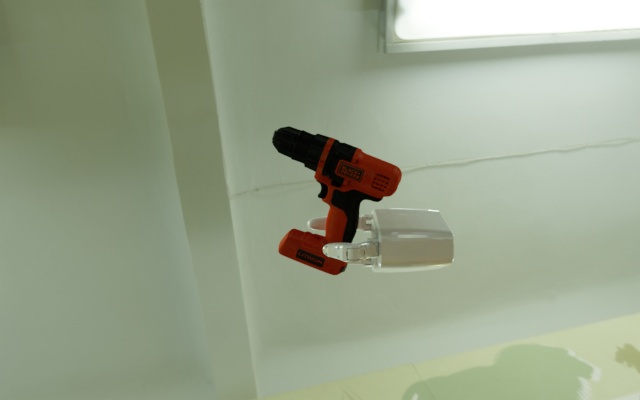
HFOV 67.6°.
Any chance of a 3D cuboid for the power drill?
[{"bbox_3d":[0.000,0.003,0.678,0.184,0.188,0.057,22,27,5],"label":"power drill"}]
